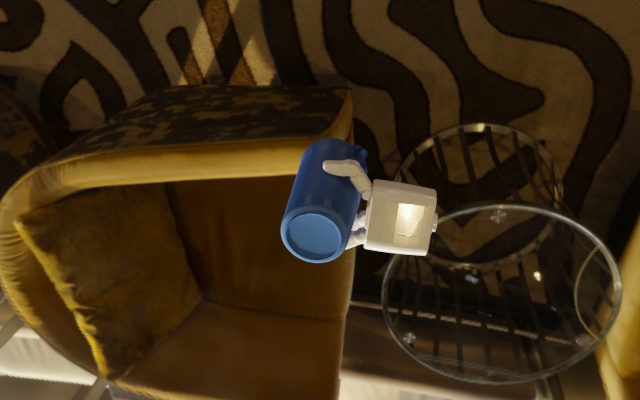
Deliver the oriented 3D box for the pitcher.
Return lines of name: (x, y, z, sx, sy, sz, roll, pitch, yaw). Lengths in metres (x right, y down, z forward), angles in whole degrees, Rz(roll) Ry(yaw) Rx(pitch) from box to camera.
pitcher: (0.000, 0.003, 0.836, 0.145, 0.149, 0.242, 9, 31, 5)
